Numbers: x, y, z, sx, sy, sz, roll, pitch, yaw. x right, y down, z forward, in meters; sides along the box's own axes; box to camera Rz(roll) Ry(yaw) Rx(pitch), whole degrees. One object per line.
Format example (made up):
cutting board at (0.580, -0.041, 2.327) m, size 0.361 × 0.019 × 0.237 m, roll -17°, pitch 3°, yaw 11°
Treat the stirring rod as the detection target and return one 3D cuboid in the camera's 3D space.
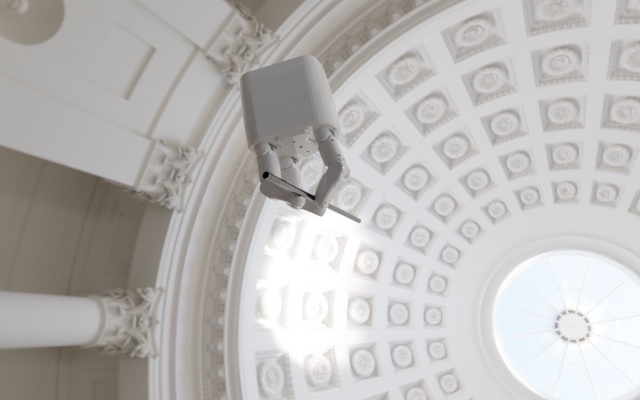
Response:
stirring rod at (0.000, 0.002, 0.586) m, size 0.011 × 0.011 × 0.239 m, roll 0°, pitch -13°, yaw 28°
